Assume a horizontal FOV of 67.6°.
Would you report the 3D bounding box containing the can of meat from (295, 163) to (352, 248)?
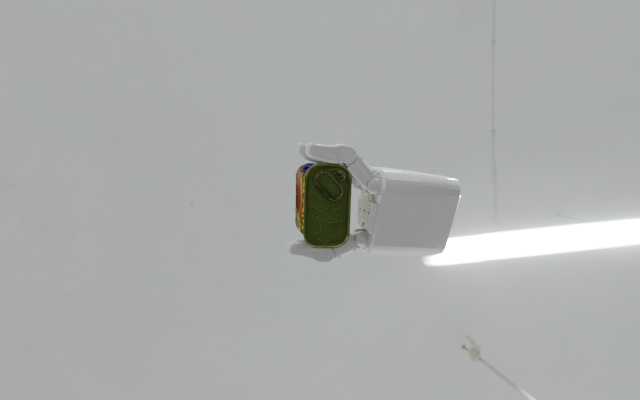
[{"bbox_3d":[0.000,0.002,0.604,0.057,0.102,0.084,0,7,-12],"label":"can of meat"}]
